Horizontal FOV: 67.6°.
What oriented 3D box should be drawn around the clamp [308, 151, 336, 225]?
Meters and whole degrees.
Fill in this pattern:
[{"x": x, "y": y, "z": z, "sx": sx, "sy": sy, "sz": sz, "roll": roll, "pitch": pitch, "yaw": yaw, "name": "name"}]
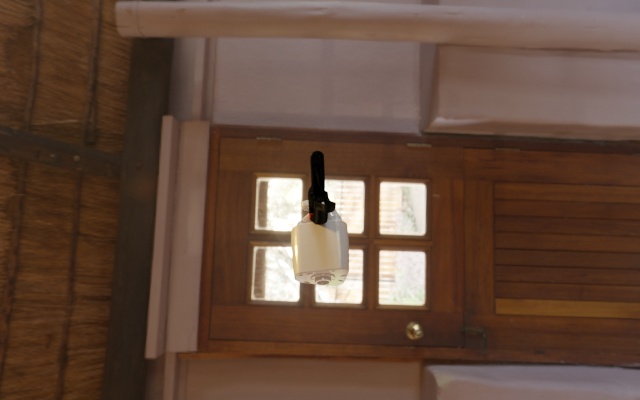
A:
[{"x": -0.001, "y": 0.003, "z": 0.894, "sx": 0.039, "sy": 0.120, "sz": 0.172, "roll": -5, "pitch": -35, "yaw": -5, "name": "clamp"}]
